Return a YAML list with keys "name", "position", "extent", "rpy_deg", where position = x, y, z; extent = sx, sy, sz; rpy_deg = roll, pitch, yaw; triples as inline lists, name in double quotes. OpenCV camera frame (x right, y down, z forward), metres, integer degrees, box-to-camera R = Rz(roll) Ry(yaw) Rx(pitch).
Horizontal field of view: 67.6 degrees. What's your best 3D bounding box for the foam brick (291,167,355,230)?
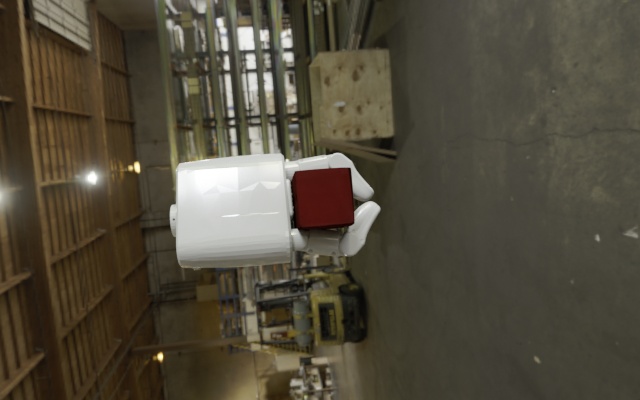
- name: "foam brick"
  position: [0.000, 0.001, 0.459]
  extent: [0.051, 0.053, 0.078]
  rpy_deg: [-3, -7, -7]
